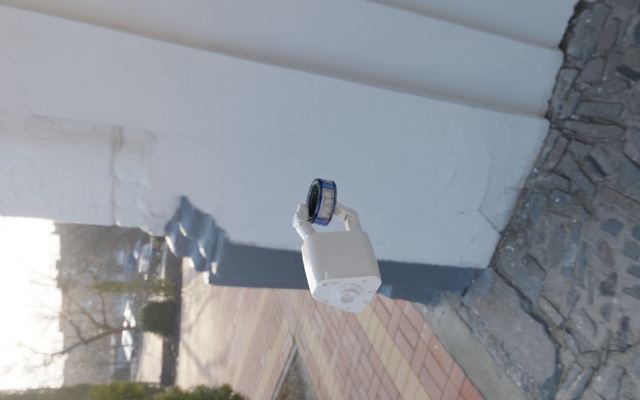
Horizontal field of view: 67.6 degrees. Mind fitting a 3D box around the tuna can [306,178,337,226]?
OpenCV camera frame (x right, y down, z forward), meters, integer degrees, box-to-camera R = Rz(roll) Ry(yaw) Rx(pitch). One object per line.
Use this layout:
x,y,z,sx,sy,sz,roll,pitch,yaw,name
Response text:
0.000,0.003,0.874,0.034,0.086,0.086,10,-3,-16,tuna can
